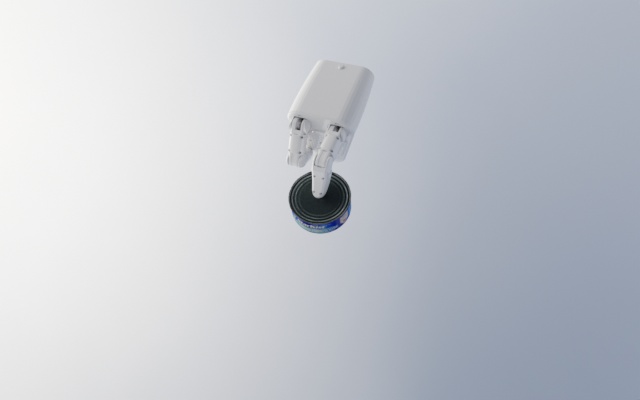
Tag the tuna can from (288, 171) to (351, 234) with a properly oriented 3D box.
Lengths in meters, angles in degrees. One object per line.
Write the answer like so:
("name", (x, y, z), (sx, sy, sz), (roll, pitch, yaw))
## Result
("tuna can", (0.000, 0.003, 0.660), (0.086, 0.086, 0.034), (0, -30, 6))
